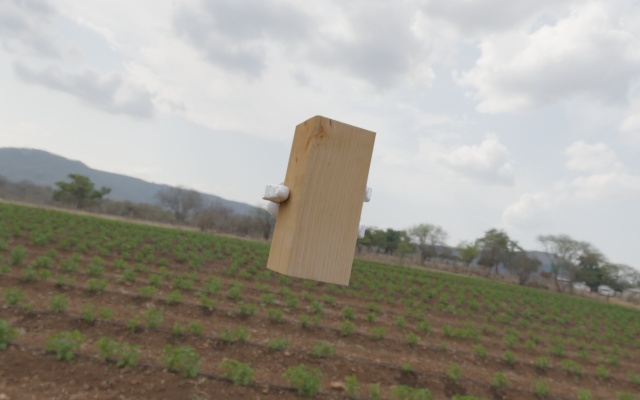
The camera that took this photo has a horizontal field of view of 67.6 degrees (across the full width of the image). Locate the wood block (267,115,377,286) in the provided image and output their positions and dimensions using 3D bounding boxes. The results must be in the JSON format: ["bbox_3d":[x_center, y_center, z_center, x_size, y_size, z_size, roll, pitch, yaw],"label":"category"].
[{"bbox_3d":[0.000,0.002,0.648,0.091,0.206,0.090,13,-6,-22],"label":"wood block"}]
